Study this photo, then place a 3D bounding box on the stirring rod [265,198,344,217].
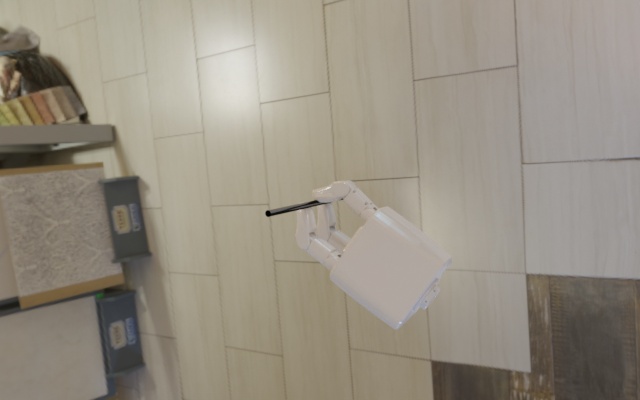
[{"bbox_3d":[0.000,0.002,0.646,0.011,0.011,0.239,0,6,30],"label":"stirring rod"}]
